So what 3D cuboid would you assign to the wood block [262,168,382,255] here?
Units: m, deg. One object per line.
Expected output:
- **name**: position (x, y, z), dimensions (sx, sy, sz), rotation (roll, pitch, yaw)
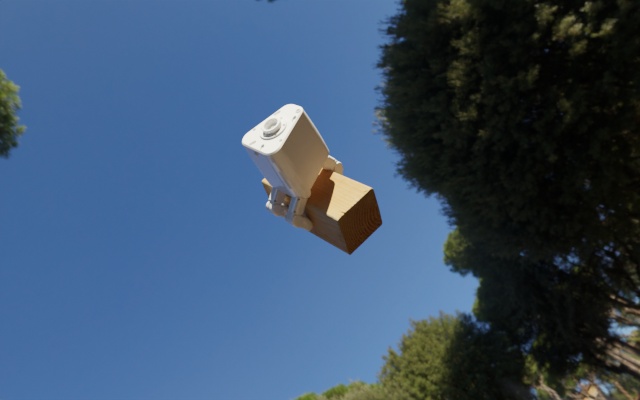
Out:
- **wood block**: position (0.000, 0.002, 0.868), dimensions (0.090, 0.090, 0.206), rotation (-41, 44, -23)
